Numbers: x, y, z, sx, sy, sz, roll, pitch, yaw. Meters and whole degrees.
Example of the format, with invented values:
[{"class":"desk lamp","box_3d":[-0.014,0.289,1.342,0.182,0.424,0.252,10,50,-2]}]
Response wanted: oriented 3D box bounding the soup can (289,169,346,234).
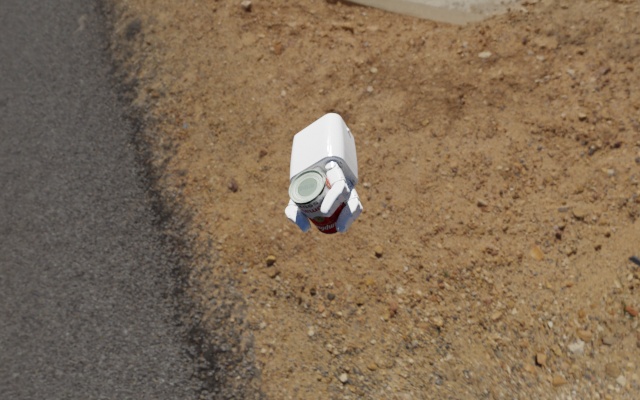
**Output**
[{"class":"soup can","box_3d":[0.000,0.003,0.794,0.068,0.068,0.102,0,-31,31]}]
